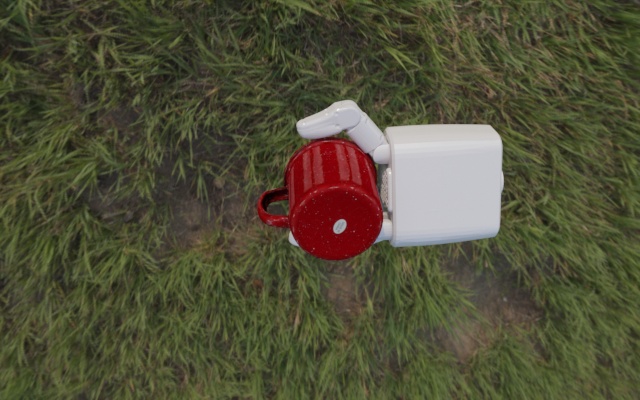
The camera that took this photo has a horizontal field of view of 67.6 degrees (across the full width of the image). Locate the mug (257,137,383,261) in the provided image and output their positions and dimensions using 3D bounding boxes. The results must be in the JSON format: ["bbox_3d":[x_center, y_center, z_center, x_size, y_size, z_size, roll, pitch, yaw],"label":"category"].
[{"bbox_3d":[-0.001,0.002,0.438,0.117,0.093,0.081,-5,31,-1],"label":"mug"}]
